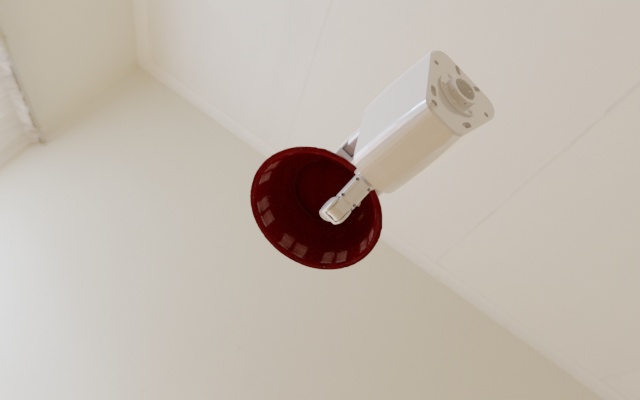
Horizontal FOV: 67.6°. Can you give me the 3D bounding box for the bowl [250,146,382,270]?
[{"bbox_3d":[-0.001,0.002,0.572,0.162,0.162,0.055,0,27,21],"label":"bowl"}]
